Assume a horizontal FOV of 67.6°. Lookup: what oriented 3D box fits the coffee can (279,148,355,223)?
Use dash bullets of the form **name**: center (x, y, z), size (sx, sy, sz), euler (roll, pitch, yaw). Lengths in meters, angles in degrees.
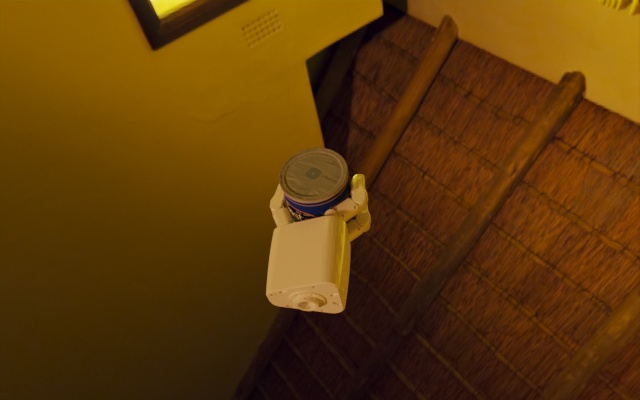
- **coffee can**: center (0.000, 0.002, 0.747), size (0.103, 0.102, 0.140), euler (0, -38, 12)
